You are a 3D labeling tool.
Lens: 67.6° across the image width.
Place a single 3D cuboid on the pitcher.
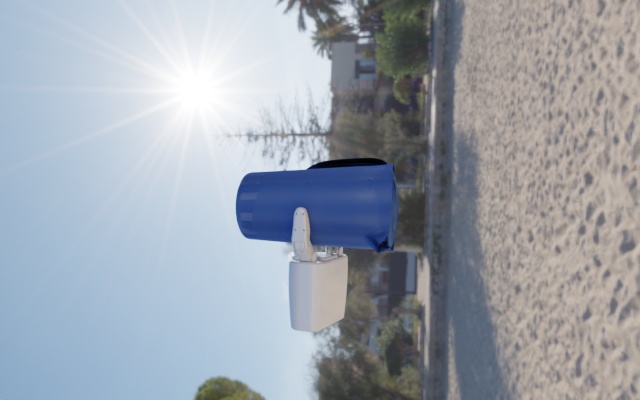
[{"bbox_3d":[0.000,0.003,0.750,0.243,0.145,0.149,1,2,11],"label":"pitcher"}]
